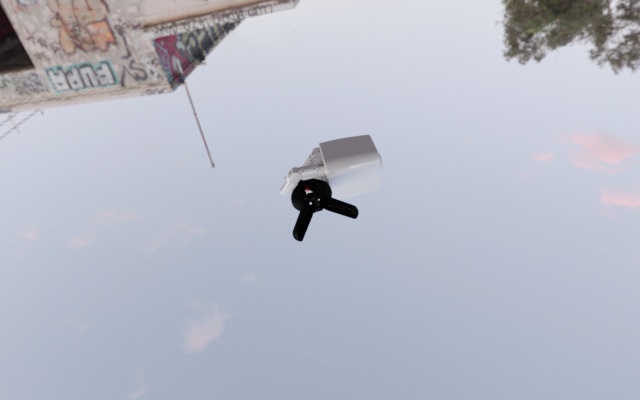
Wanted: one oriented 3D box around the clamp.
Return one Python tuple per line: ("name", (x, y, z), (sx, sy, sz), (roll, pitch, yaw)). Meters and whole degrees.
("clamp", (0.000, 0.003, 0.876), (0.120, 0.039, 0.171), (-13, 37, -1))
